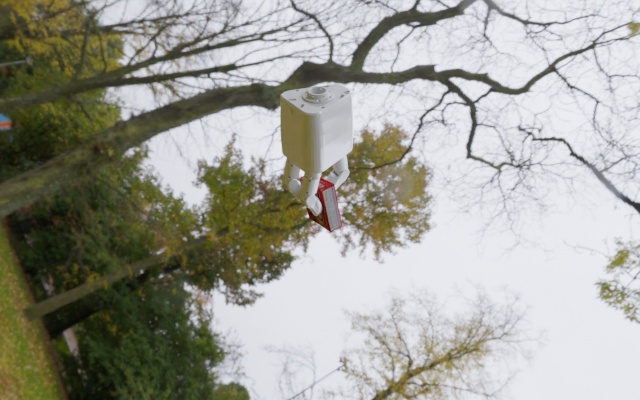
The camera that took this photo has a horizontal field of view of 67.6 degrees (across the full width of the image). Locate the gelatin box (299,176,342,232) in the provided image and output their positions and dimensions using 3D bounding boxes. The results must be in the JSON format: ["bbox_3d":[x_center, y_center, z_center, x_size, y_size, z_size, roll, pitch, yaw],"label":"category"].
[{"bbox_3d":[0.001,0.003,0.848,0.030,0.089,0.073,-27,32,-24],"label":"gelatin box"}]
